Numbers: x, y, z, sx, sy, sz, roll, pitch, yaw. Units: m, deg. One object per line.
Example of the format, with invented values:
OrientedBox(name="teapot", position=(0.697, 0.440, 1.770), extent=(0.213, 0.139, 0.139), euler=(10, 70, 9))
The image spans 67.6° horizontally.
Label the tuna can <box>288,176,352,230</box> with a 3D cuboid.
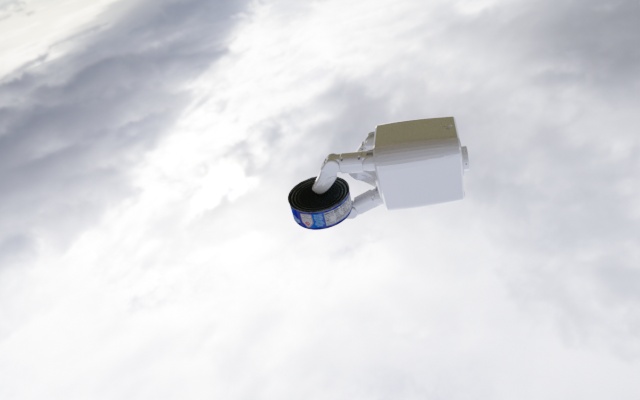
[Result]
OrientedBox(name="tuna can", position=(0.000, 0.003, 0.656), extent=(0.086, 0.034, 0.086), euler=(-9, 35, 6))
